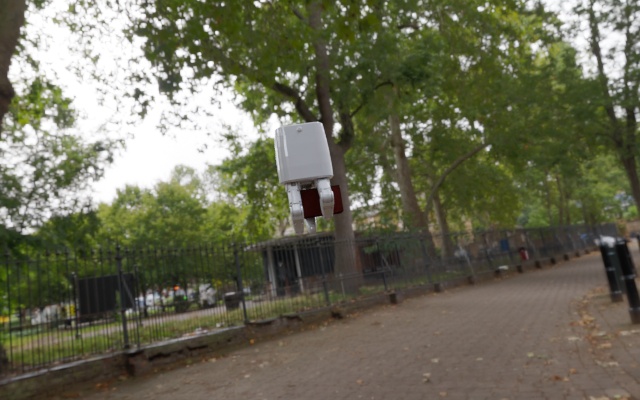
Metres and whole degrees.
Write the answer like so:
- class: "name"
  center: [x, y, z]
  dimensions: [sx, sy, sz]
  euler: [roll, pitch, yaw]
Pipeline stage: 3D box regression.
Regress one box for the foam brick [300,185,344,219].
- class: "foam brick"
  center: [0.000, 0.003, 0.899]
  dimensions: [0.078, 0.051, 0.053]
  euler: [-8, -6, -6]
